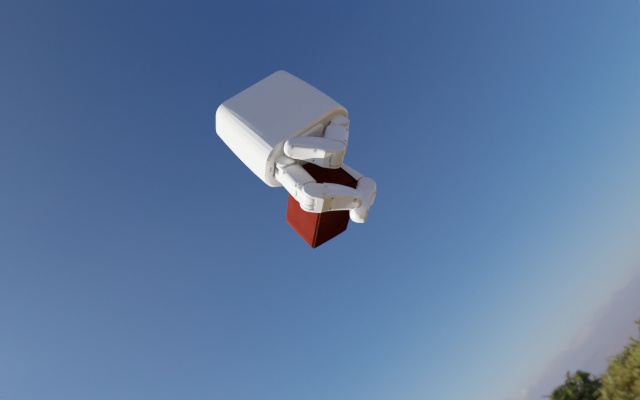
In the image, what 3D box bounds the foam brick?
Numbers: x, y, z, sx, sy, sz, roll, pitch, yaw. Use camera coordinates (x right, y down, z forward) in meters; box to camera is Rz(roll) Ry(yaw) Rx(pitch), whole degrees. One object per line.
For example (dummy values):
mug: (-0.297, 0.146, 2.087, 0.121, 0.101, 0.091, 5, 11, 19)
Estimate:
foam brick: (0.000, 0.002, 0.527, 0.053, 0.078, 0.051, -25, 52, -35)
